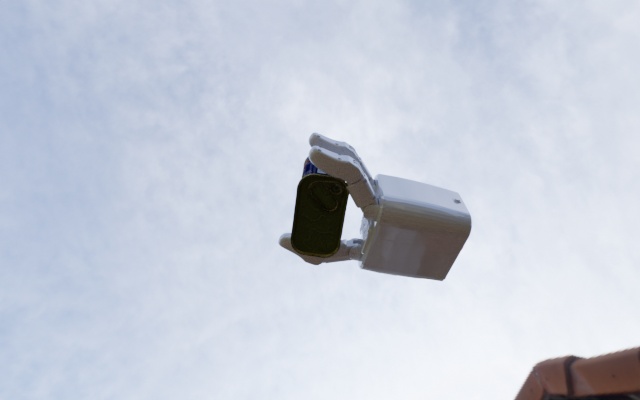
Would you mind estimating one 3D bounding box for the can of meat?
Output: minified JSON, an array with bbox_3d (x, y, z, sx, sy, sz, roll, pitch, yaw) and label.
[{"bbox_3d":[0.000,0.002,0.567,0.057,0.102,0.084,8,25,-1],"label":"can of meat"}]
